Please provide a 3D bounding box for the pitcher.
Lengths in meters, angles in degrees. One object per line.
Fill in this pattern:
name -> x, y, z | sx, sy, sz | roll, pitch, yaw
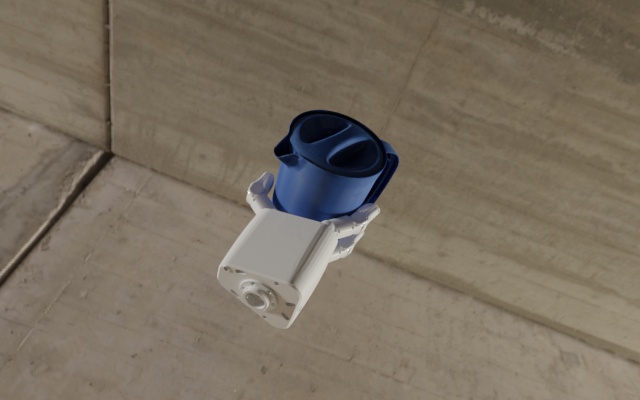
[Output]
pitcher -> 0.000, 0.002, 0.691 | 0.149, 0.243, 0.145 | 28, 43, 5
